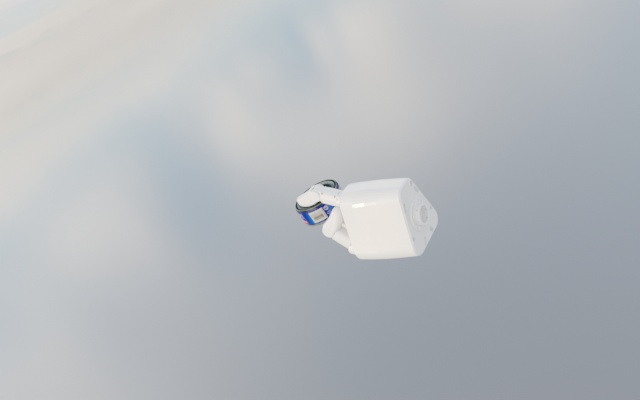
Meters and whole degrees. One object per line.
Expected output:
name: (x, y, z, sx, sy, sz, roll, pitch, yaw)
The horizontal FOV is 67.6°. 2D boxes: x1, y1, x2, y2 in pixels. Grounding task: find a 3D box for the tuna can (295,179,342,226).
tuna can: (0.000, 0.002, 0.810, 0.086, 0.034, 0.086, -28, 25, 15)
